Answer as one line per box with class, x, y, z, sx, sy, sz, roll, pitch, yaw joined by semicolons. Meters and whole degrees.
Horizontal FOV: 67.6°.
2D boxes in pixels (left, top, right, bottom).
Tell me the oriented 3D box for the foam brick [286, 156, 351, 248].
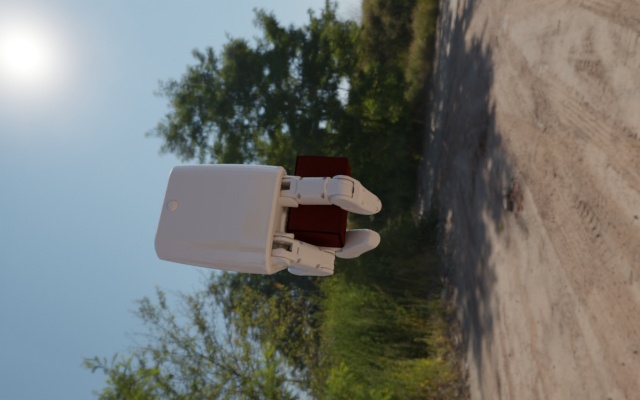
foam brick;0.000;0.001;0.463;0.051;0.078;0.053;4;-20;8
